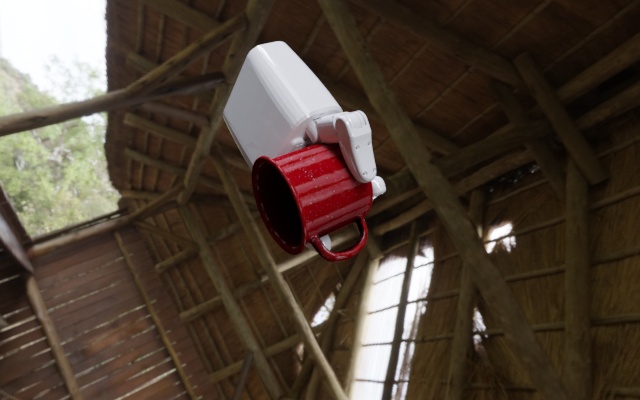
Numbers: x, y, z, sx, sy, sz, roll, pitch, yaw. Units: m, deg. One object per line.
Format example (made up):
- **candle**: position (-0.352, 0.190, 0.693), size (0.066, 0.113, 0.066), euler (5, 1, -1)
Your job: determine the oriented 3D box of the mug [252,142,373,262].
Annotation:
- **mug**: position (0.001, 0.002, 0.436), size (0.081, 0.117, 0.093), euler (-22, -24, -27)
